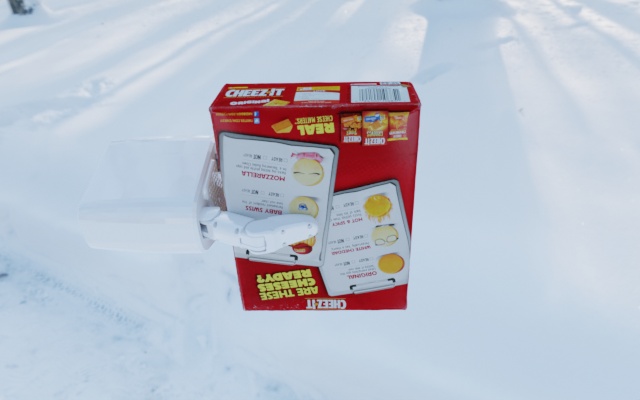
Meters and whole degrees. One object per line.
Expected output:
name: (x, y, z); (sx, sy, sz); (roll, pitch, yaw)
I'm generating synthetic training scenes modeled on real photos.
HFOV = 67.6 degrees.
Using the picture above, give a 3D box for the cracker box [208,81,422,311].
cracker box: (0.000, 0.001, 0.440); (0.164, 0.214, 0.072); (-1, 32, 4)
